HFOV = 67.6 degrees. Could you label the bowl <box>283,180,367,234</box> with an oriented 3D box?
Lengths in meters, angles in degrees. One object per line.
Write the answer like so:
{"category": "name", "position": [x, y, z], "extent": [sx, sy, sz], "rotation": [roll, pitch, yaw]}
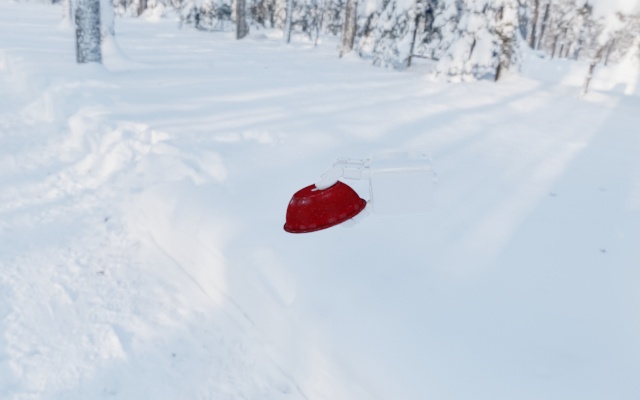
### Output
{"category": "bowl", "position": [-0.001, 0.003, 0.876], "extent": [0.162, 0.055, 0.162], "rotation": [-17, 15, 5]}
